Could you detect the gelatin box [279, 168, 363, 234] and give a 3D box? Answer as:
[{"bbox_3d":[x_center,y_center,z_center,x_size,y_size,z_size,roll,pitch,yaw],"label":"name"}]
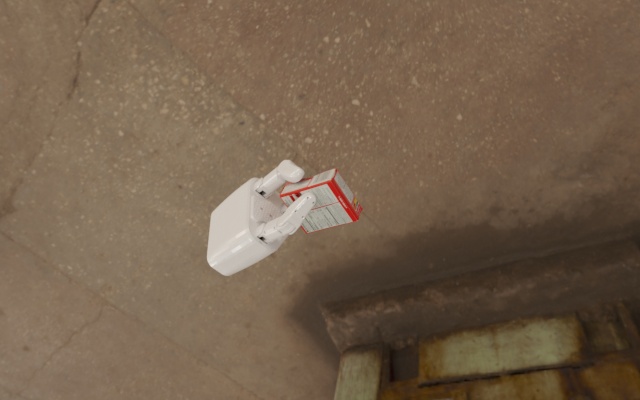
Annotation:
[{"bbox_3d":[0.000,0.002,0.641,0.089,0.073,0.030,-16,33,33],"label":"gelatin box"}]
